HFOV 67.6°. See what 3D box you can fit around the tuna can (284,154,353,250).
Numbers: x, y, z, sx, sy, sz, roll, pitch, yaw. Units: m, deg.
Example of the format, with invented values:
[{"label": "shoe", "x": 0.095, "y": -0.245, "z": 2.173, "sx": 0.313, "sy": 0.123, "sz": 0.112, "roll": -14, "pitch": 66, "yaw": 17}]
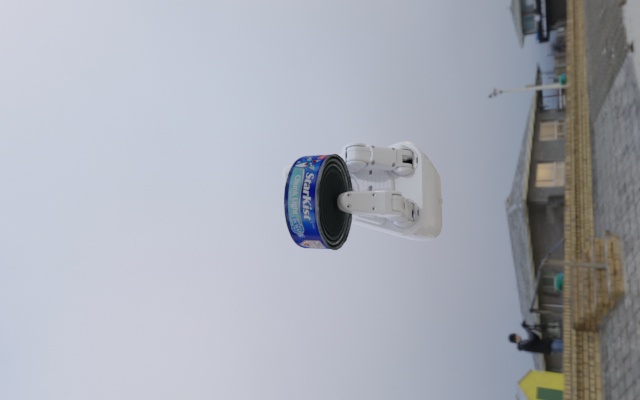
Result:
[{"label": "tuna can", "x": 0.000, "y": 0.001, "z": 0.432, "sx": 0.034, "sy": 0.086, "sz": 0.086, "roll": 0, "pitch": 0, "yaw": 23}]
